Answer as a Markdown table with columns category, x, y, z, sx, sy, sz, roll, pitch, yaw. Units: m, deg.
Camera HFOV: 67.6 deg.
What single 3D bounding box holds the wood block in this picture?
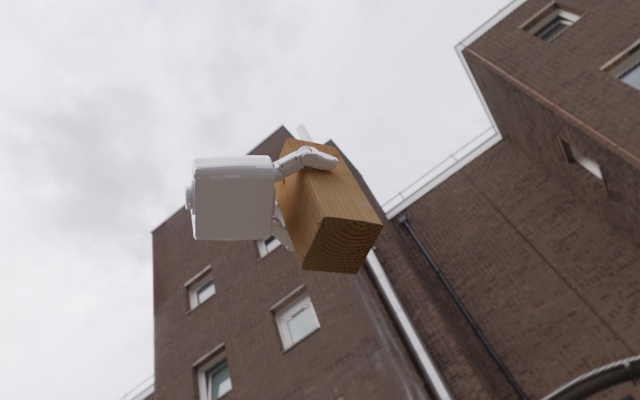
| category | x | y | z | sx | sy | sz | roll | pitch | yaw |
| --- | --- | --- | --- | --- | --- | --- | --- | --- | --- |
| wood block | 0.000 | 0.002 | 0.698 | 0.090 | 0.091 | 0.206 | 9 | 32 | -26 |
